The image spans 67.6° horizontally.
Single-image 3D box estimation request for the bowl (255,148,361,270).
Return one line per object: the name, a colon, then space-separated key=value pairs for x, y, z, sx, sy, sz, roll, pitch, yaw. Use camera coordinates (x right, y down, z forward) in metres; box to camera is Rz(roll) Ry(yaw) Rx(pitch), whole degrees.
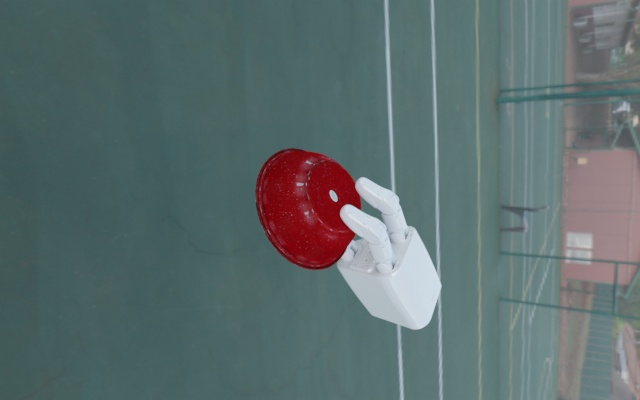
bowl: x=-0.001 y=0.001 z=0.593 sx=0.162 sy=0.162 sz=0.055 roll=0 pitch=-17 yaw=-44
